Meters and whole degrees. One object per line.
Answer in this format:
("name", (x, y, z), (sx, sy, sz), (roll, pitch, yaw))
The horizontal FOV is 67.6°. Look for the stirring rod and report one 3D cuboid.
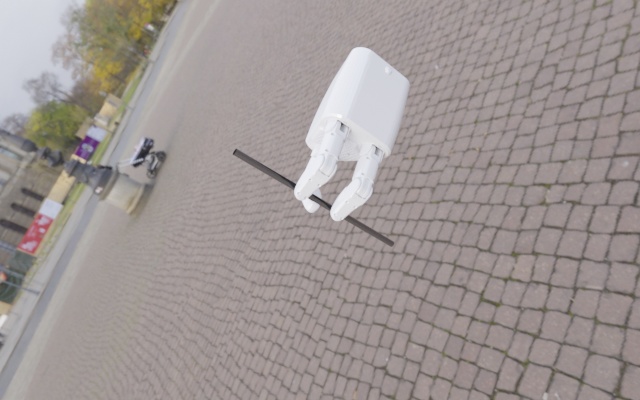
("stirring rod", (0.000, 0.002, 0.572), (0.239, 0.011, 0.011), (30, -14, -26))
